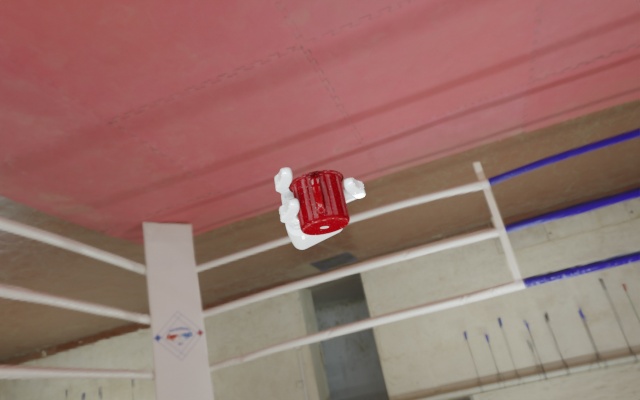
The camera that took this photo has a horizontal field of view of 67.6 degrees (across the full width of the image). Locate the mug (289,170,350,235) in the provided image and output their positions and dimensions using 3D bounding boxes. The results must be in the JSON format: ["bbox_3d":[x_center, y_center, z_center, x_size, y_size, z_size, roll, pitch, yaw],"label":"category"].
[{"bbox_3d":[0.000,0.002,0.766,0.093,0.081,0.117,-12,-21,-2],"label":"mug"}]
